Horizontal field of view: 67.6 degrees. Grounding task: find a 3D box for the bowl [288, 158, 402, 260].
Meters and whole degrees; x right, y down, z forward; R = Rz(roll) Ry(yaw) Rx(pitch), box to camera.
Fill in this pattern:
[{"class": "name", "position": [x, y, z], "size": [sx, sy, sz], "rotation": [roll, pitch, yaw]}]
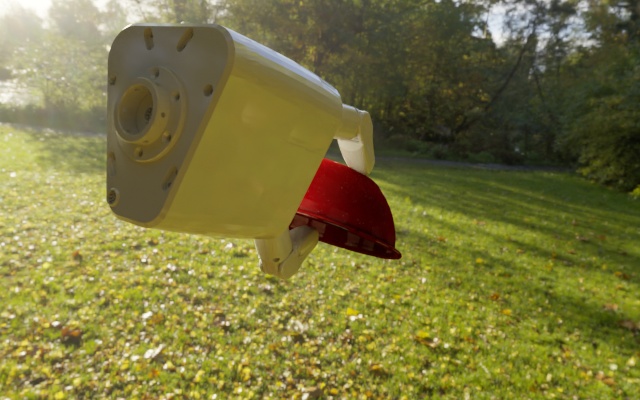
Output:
[{"class": "bowl", "position": [0.000, 0.001, 0.420], "size": [0.162, 0.055, 0.162], "rotation": [18, -10, 3]}]
